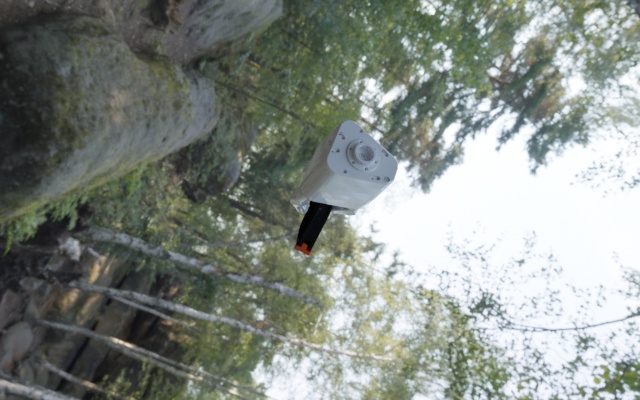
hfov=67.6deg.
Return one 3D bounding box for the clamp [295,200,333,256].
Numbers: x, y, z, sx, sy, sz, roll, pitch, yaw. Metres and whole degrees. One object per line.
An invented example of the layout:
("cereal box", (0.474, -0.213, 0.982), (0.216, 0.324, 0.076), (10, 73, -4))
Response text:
("clamp", (0.001, 0.003, 0.833), (0.036, 0.210, 0.165), (27, -26, -9))
